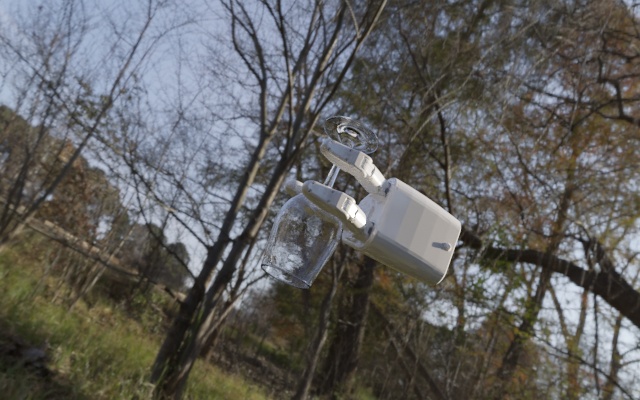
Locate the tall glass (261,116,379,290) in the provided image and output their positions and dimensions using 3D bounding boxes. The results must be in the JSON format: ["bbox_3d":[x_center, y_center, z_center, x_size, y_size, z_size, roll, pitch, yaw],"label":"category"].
[{"bbox_3d":[0.000,0.001,0.566,0.079,0.201,0.079,22,-21,9],"label":"tall glass"}]
